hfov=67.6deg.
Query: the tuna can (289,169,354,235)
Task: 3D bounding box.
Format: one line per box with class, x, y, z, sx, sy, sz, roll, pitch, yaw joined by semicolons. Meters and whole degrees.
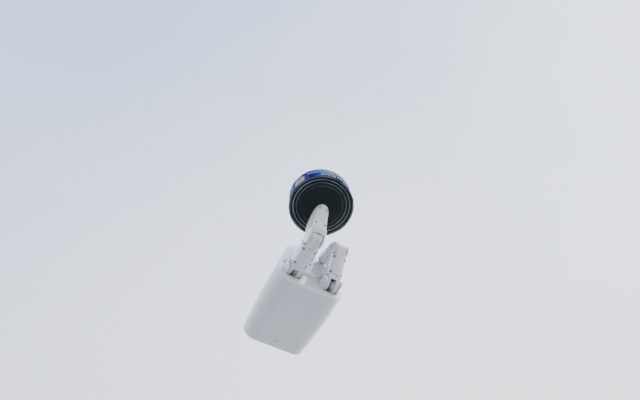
tuna can;0.000;0.002;0.640;0.086;0.086;0.033;0;23;-4
